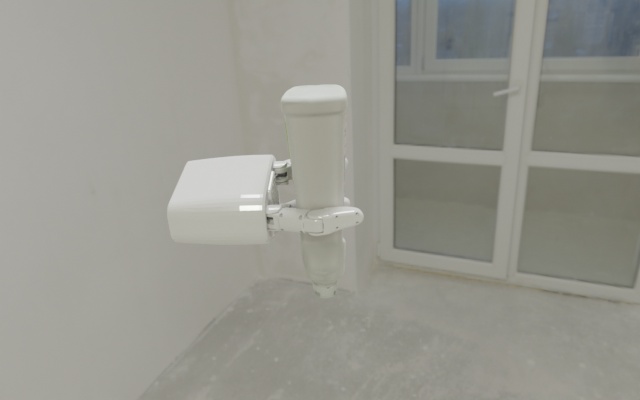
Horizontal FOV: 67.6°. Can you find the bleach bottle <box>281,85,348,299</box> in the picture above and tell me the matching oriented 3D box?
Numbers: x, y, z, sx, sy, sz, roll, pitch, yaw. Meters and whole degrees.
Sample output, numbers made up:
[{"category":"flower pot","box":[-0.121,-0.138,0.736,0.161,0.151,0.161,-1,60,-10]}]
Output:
[{"category":"bleach bottle","box":[0.000,0.002,0.544,0.068,0.251,0.102,-2,21,3]}]
